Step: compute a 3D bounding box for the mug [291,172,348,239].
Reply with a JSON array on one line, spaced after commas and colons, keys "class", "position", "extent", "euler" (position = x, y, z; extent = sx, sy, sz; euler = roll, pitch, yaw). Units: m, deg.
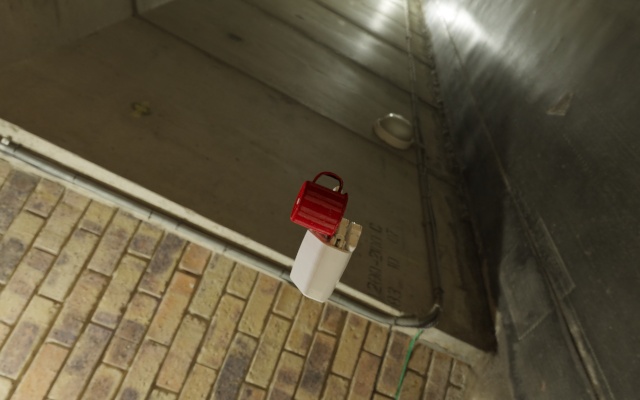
[{"class": "mug", "position": [0.001, 0.001, 0.880], "extent": [0.081, 0.117, 0.093], "euler": [22, 2, -8]}]
